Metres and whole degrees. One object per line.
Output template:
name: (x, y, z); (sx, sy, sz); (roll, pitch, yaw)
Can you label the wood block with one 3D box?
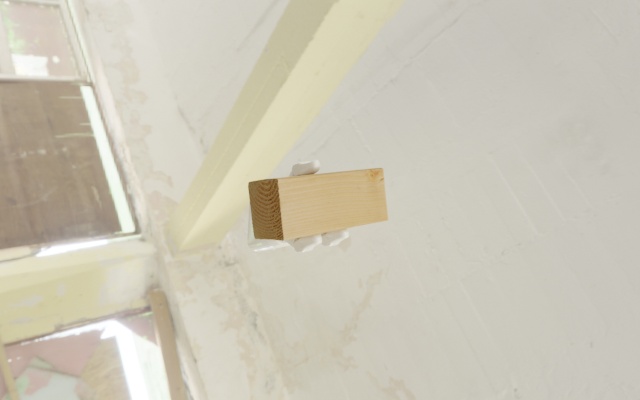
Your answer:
wood block: (0.000, 0.002, 0.761); (0.206, 0.091, 0.090); (-9, 3, -37)
